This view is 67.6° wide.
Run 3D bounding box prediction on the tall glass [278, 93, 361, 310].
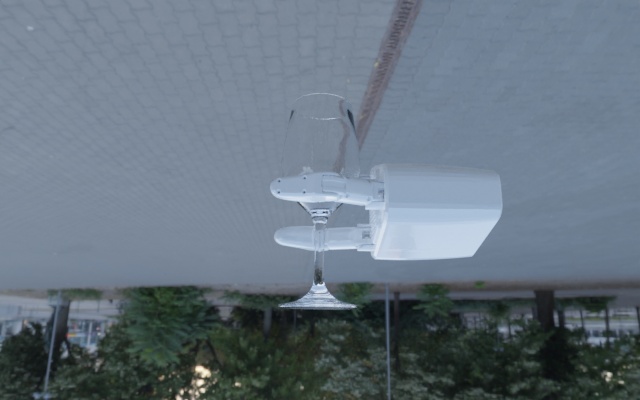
[{"bbox_3d":[0.000,0.002,0.460,0.079,0.201,0.079,1,-14,0],"label":"tall glass"}]
